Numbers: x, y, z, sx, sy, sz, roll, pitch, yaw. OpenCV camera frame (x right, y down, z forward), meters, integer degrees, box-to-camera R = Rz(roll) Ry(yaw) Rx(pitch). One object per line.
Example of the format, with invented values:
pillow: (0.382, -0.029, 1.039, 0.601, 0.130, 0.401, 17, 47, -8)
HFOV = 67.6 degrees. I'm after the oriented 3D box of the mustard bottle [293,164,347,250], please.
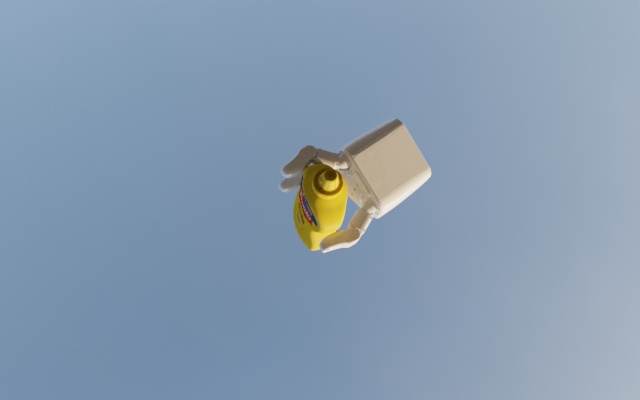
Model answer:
mustard bottle: (0.000, 0.002, 0.679, 0.058, 0.096, 0.192, -10, -19, -13)
